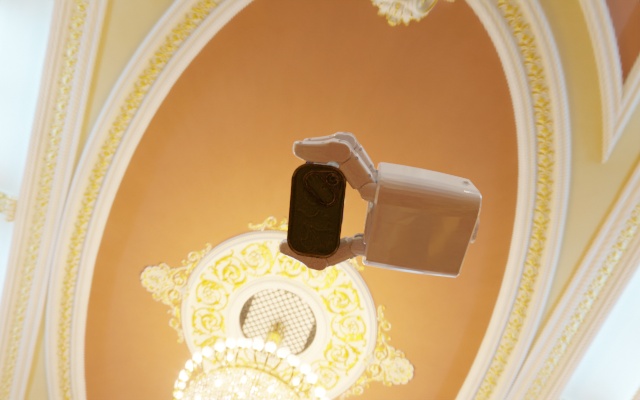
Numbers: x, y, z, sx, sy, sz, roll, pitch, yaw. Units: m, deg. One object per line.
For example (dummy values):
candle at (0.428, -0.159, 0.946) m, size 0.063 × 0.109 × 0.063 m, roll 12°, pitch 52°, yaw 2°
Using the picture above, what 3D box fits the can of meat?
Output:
can of meat at (0.000, 0.002, 0.537) m, size 0.057 × 0.102 × 0.084 m, roll 7°, pitch 16°, yaw 5°
